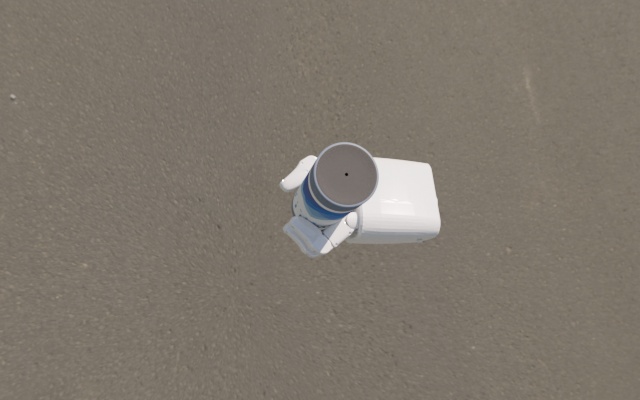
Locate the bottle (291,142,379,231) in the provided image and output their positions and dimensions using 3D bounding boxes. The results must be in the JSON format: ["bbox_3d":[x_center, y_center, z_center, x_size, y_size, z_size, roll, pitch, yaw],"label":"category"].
[{"bbox_3d":[0.000,0.002,0.610,0.069,0.069,0.296,0,-11,-10],"label":"bottle"}]
